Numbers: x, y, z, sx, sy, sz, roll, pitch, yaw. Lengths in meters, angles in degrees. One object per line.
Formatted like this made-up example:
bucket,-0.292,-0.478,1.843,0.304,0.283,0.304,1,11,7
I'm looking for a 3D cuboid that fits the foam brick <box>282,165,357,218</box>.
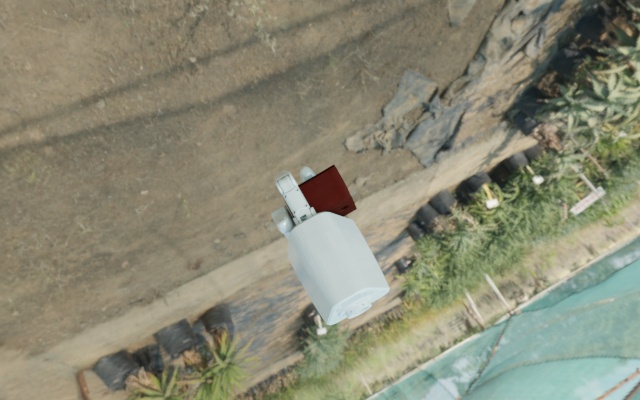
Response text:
foam brick,0.000,0.002,0.613,0.078,0.051,0.053,-30,-23,0
